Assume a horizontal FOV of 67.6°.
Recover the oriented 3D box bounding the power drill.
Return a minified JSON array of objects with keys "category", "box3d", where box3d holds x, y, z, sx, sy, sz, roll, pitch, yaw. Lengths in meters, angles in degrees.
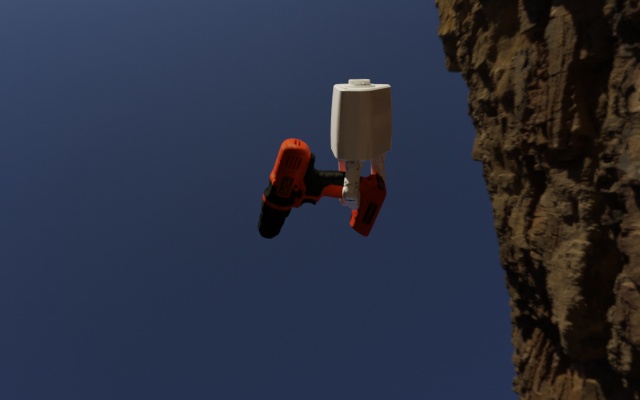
[{"category":"power drill","box3d":[0.001,0.002,0.785,0.187,0.184,0.057,13,32,-14]}]
